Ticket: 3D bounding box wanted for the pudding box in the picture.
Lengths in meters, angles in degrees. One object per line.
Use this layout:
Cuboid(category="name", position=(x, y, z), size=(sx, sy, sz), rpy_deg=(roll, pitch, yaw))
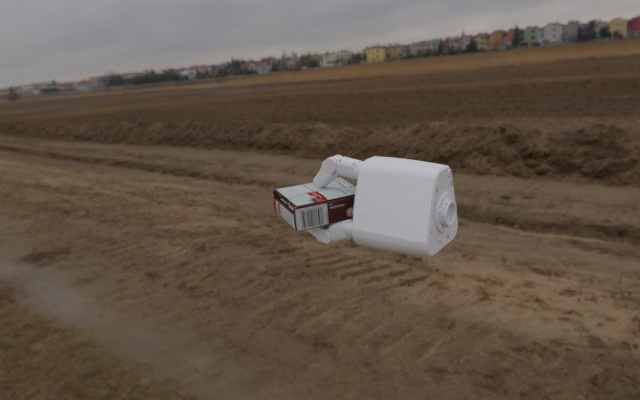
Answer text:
Cuboid(category="pudding box", position=(0.000, 0.002, 0.680), size=(0.113, 0.039, 0.090), rpy_deg=(-10, 20, -22))
